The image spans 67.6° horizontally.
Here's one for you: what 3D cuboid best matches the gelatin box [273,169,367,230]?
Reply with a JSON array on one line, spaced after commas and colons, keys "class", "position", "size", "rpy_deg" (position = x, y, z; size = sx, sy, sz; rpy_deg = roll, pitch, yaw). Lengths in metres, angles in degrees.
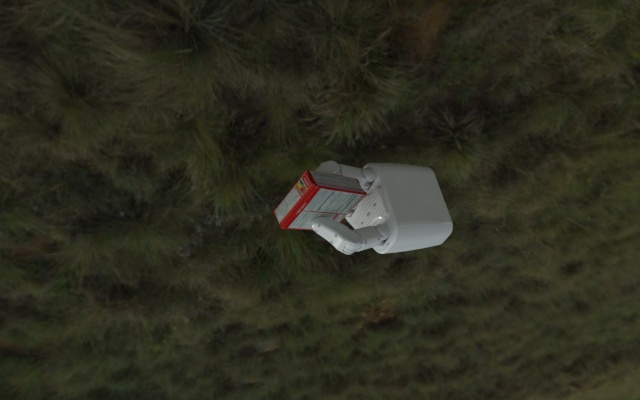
[{"class": "gelatin box", "position": [0.000, 0.002, 0.568], "size": [0.089, 0.030, 0.073], "rpy_deg": [6, -45, -45]}]
